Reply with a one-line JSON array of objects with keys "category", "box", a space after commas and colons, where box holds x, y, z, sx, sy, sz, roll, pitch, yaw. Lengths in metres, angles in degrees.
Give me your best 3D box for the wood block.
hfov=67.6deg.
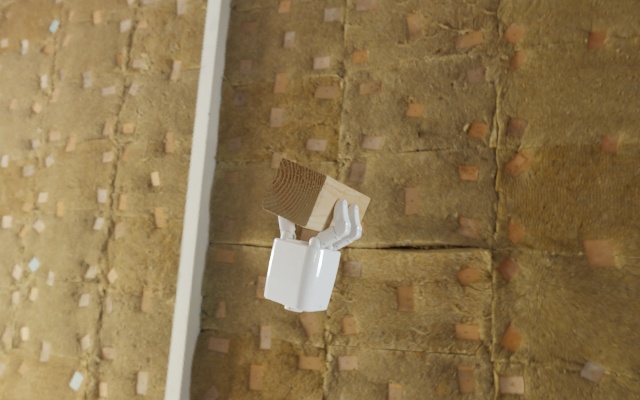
[{"category": "wood block", "box": [0.000, 0.003, 0.836, 0.091, 0.090, 0.206, 23, 1, 26]}]
